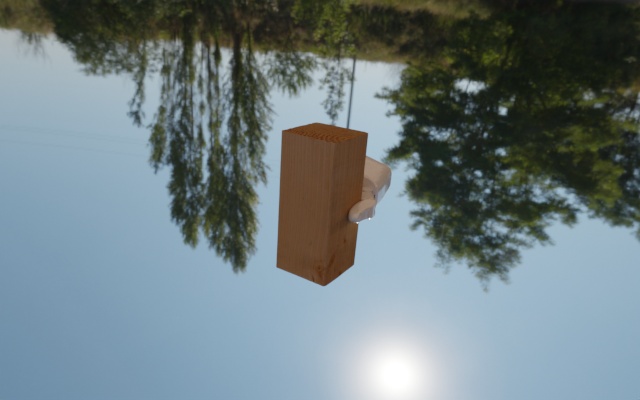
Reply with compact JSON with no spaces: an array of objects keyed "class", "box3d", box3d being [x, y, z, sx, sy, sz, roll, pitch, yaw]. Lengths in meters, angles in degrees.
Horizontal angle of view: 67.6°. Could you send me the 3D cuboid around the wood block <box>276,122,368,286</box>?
[{"class":"wood block","box3d":[0.001,0.002,0.683,0.091,0.206,0.090,16,24,30]}]
